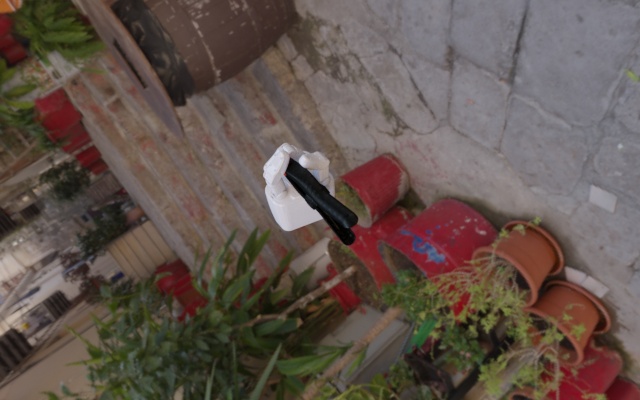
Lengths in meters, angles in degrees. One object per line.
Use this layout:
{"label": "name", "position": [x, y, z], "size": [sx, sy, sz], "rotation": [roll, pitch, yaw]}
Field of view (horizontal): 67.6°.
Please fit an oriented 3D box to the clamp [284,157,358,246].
{"label": "clamp", "position": [0.000, 0.003, 0.760], "size": [0.039, 0.171, 0.120], "rotation": [-36, -25, -16]}
